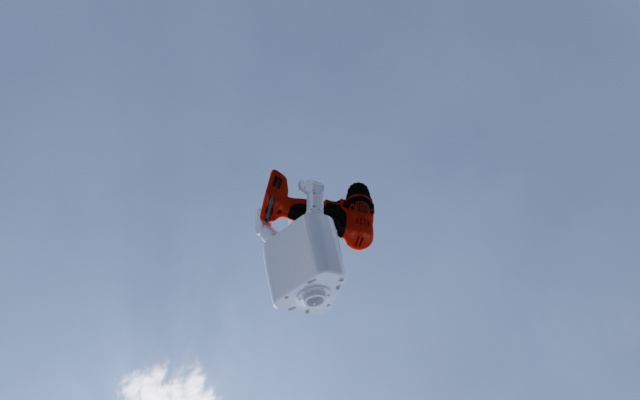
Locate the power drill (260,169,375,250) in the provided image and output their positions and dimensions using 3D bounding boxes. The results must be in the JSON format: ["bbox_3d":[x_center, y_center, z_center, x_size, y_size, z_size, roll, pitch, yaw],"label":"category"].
[{"bbox_3d":[0.000,0.003,0.806,0.187,0.057,0.184,13,26,-3],"label":"power drill"}]
